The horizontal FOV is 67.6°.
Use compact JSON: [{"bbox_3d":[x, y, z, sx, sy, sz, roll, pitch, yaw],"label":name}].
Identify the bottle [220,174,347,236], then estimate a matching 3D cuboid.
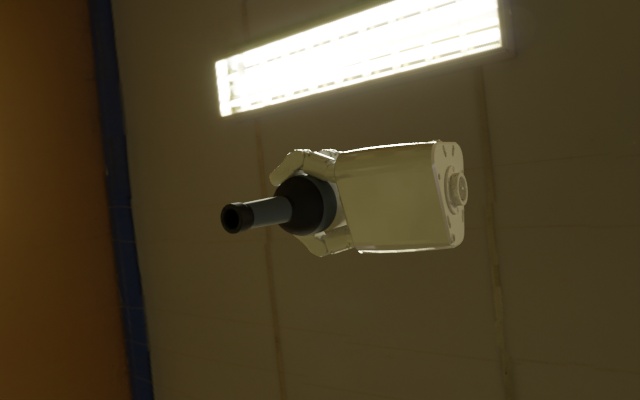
[{"bbox_3d":[0.000,0.002,0.550,0.069,0.069,0.295,0,6,33],"label":"bottle"}]
